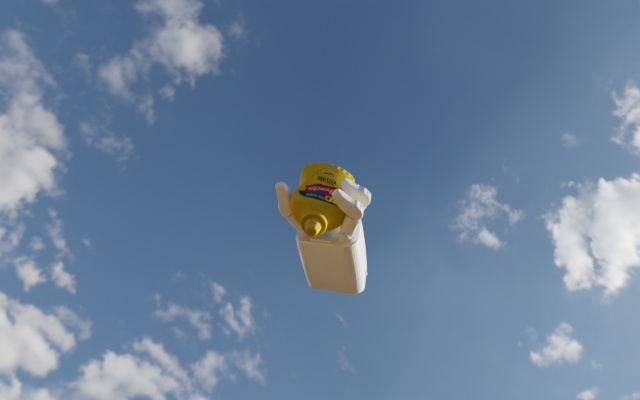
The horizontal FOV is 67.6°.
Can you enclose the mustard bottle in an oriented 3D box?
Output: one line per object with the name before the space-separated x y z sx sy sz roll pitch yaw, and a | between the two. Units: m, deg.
mustard bottle | 0.000 0.002 0.796 0.096 0.058 0.191 17 30 0
